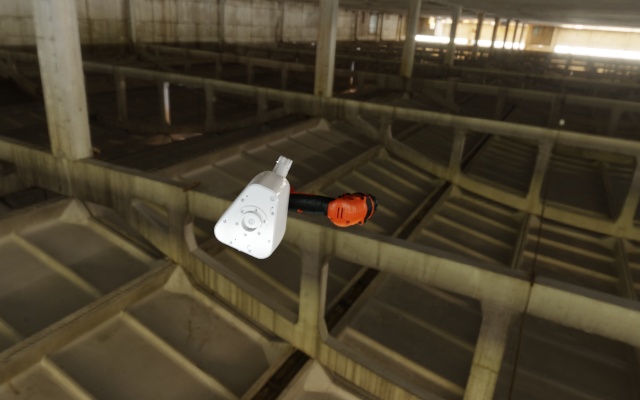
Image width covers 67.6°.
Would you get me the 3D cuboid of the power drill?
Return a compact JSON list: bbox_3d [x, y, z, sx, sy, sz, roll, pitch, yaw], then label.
[{"bbox_3d":[0.000,0.003,0.850,0.187,0.057,0.184,7,5,20],"label":"power drill"}]
